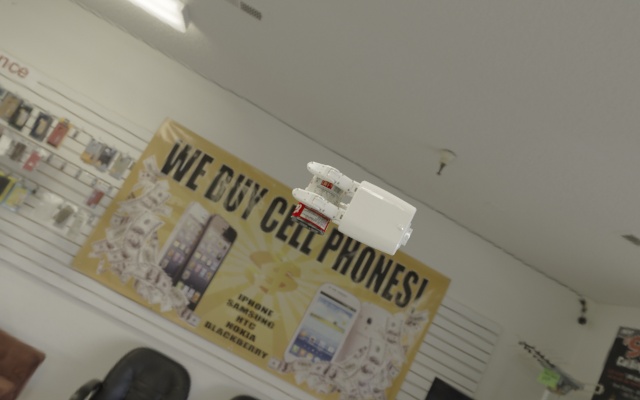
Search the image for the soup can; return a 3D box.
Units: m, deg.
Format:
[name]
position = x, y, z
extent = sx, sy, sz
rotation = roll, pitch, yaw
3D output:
[soup can]
position = 0.000, 0.002, 0.862
extent = 0.068, 0.102, 0.068
rotation = 28, -10, 6
